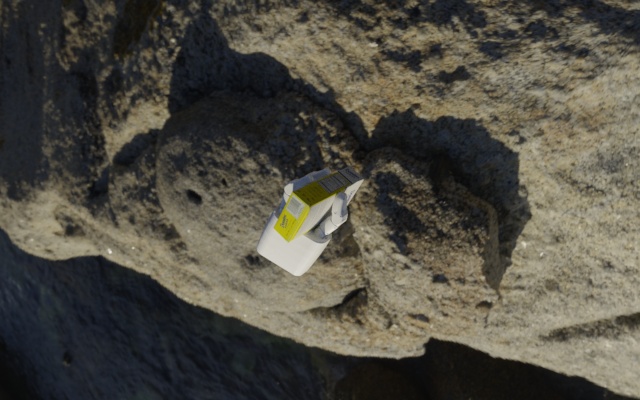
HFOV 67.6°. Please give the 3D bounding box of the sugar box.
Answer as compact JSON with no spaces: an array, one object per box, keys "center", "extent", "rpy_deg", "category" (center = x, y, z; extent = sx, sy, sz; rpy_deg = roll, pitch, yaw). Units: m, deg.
[{"center":[0.000,0.003,0.858],"extent":[0.048,0.093,0.176],"rpy_deg":[41,36,14],"category":"sugar box"}]
